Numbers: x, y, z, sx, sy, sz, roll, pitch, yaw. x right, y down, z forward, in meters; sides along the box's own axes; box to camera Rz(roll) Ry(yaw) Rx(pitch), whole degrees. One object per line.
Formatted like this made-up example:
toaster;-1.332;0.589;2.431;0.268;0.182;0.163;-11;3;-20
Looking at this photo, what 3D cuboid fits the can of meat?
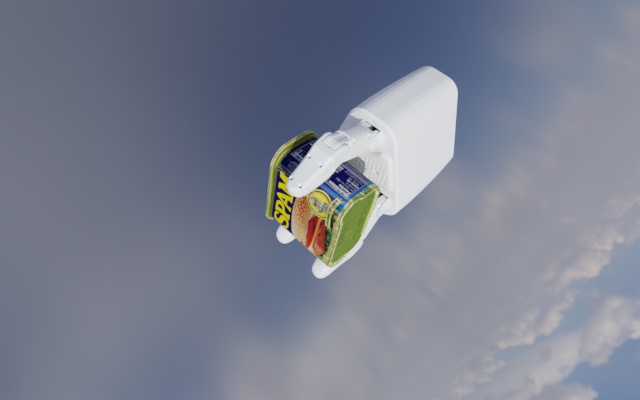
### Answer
can of meat;0.000;0.002;0.440;0.084;0.102;0.057;40;54;21
